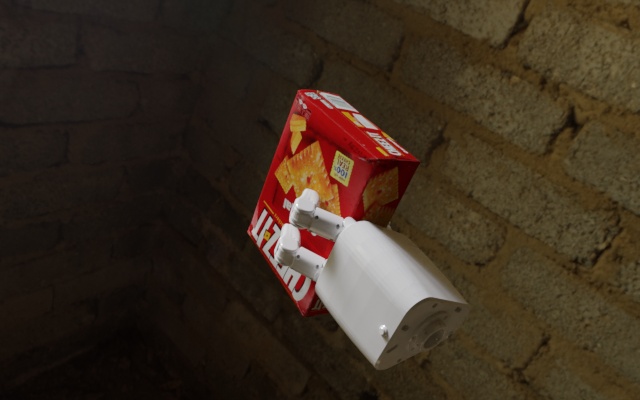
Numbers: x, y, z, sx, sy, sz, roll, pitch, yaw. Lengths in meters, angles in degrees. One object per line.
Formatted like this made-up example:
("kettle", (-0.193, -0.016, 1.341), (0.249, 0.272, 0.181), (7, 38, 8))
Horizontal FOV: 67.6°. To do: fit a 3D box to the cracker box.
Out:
("cracker box", (0.000, 0.002, 0.561), (0.072, 0.214, 0.164), (0, 35, -38))
